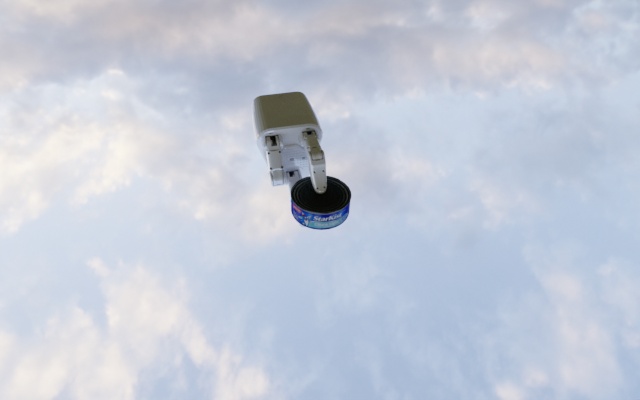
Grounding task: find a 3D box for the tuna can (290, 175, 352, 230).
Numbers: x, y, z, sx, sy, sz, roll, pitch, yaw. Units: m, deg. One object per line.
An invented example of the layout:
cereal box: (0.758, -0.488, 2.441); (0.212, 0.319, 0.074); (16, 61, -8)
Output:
tuna can: (0.000, 0.003, 0.679); (0.086, 0.034, 0.086); (2, 40, -1)
